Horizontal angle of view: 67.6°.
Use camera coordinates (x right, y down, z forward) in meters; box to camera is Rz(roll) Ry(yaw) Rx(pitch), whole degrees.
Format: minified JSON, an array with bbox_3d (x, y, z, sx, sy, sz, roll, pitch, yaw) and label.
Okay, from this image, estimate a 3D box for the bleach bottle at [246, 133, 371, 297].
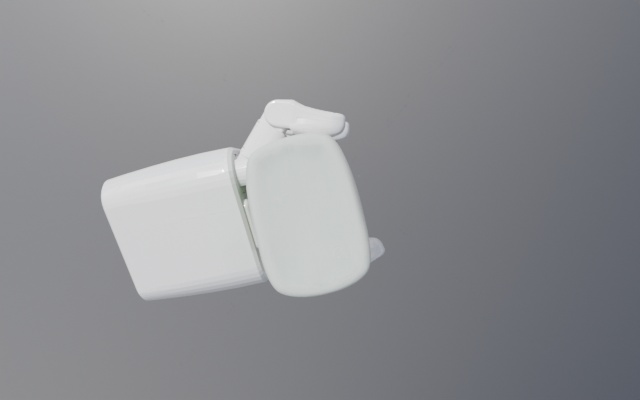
[{"bbox_3d":[0.000,0.001,0.408,0.068,0.102,0.251,-13,2,5],"label":"bleach bottle"}]
